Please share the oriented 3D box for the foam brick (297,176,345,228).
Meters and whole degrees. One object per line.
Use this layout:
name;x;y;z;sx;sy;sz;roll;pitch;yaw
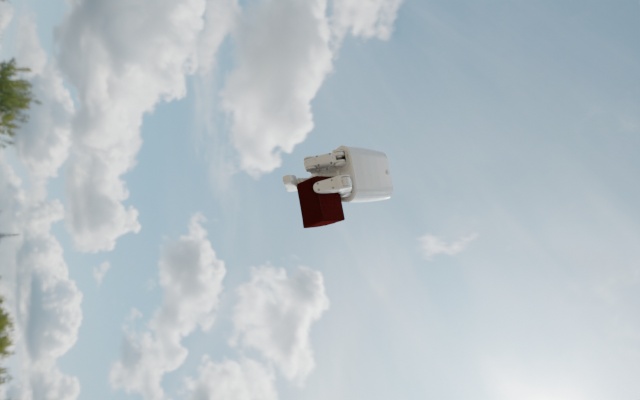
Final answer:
foam brick;0.000;0.003;0.798;0.051;0.078;0.053;0;-14;-43
